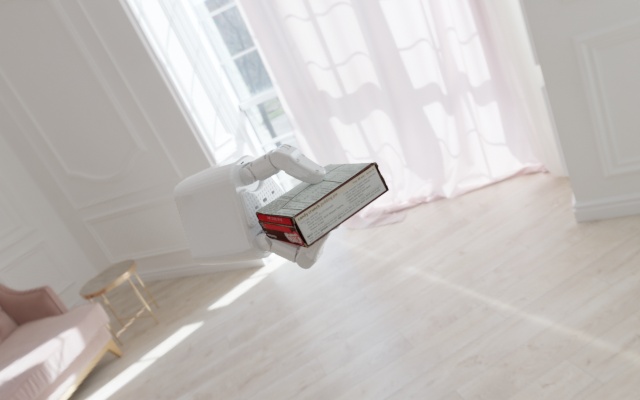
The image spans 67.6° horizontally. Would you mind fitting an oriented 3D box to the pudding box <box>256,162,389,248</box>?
[{"bbox_3d":[0.000,0.001,0.496,0.113,0.039,0.090,-36,20,-24],"label":"pudding box"}]
